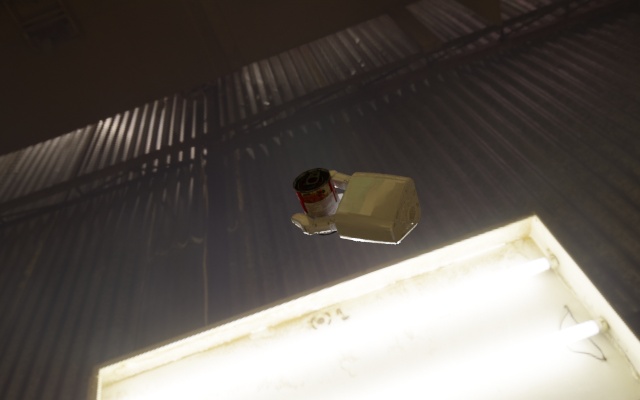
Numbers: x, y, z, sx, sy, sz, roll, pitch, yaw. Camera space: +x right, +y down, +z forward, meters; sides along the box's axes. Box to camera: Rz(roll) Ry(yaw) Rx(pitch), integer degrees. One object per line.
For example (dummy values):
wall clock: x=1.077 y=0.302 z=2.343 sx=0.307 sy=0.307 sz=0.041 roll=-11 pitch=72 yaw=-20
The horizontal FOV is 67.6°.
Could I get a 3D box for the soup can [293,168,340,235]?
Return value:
soup can: x=0.000 y=0.003 z=0.845 sx=0.068 sy=0.102 sz=0.068 roll=-15 pitch=35 yaw=11
